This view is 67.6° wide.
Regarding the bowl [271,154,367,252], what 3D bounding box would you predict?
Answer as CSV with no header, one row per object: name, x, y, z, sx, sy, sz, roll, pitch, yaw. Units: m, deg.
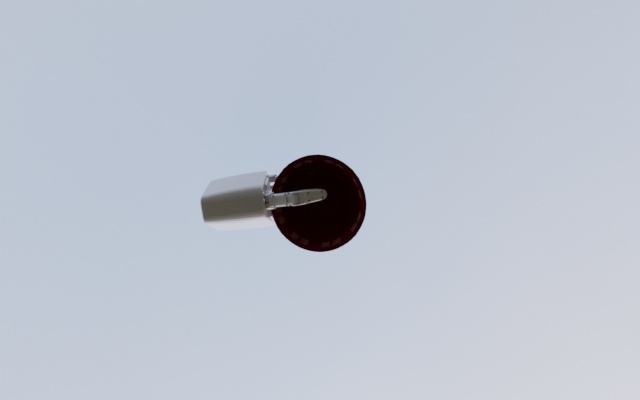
bowl,0.002,0.003,0.807,0.162,0.162,0.055,0,7,12
